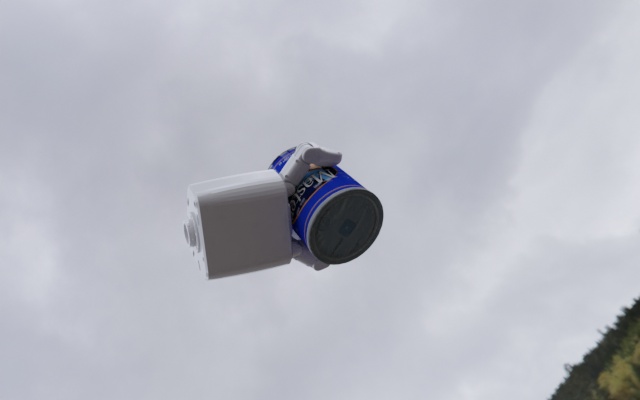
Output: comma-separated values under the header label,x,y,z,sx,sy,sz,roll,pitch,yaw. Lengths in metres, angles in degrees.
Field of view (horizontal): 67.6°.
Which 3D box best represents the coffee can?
label,x,y,z,sx,sy,sz,roll,pitch,yaw
coffee can,0.000,0.002,0.615,0.103,0.103,0.140,0,27,-31
